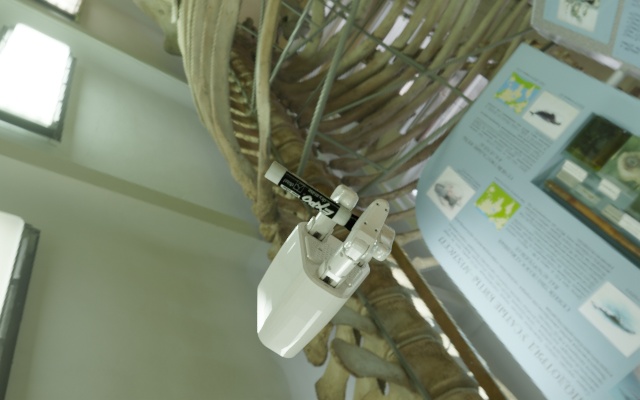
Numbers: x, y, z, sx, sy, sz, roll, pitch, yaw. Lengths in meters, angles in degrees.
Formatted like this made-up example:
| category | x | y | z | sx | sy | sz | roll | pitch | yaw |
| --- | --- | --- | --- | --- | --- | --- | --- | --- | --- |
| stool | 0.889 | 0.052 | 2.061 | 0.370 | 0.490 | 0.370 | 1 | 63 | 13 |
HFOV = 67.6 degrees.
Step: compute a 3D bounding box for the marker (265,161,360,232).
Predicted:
| category | x | y | z | sx | sy | sz | roll | pitch | yaw |
| --- | --- | --- | --- | --- | --- | --- | --- | --- | --- |
| marker | 0.000 | 0.002 | 0.475 | 0.121 | 0.020 | 0.020 | 33 | -3 | -5 |
